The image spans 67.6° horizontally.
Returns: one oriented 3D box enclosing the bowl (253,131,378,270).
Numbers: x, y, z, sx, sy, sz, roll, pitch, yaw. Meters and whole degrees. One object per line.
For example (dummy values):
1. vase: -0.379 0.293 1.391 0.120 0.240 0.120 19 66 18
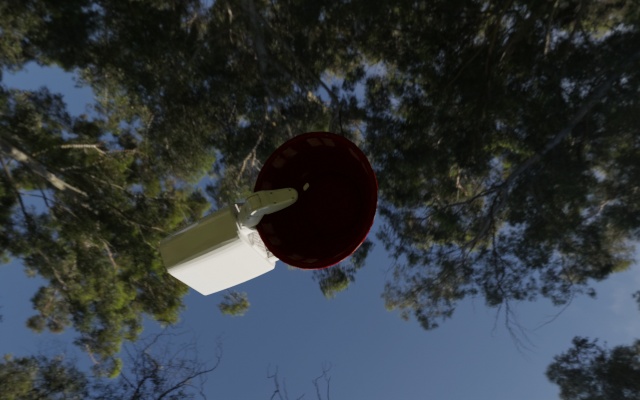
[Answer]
1. bowl: 0.001 0.002 0.573 0.162 0.162 0.055 0 -8 26
